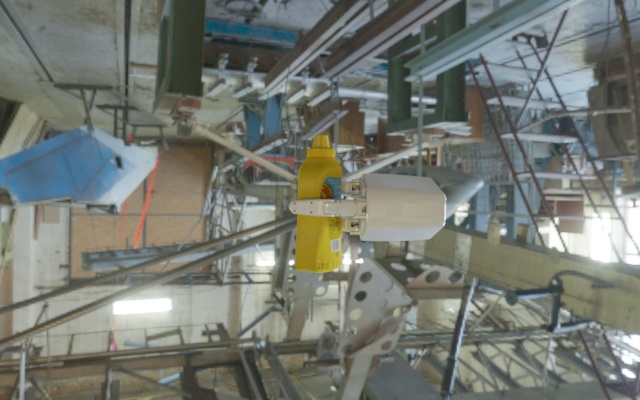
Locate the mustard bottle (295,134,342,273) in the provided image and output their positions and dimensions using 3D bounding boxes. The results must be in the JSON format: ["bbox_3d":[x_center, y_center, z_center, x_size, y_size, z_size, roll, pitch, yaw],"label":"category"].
[{"bbox_3d":[0.000,0.002,0.682,0.058,0.191,0.096,2,1,25],"label":"mustard bottle"}]
